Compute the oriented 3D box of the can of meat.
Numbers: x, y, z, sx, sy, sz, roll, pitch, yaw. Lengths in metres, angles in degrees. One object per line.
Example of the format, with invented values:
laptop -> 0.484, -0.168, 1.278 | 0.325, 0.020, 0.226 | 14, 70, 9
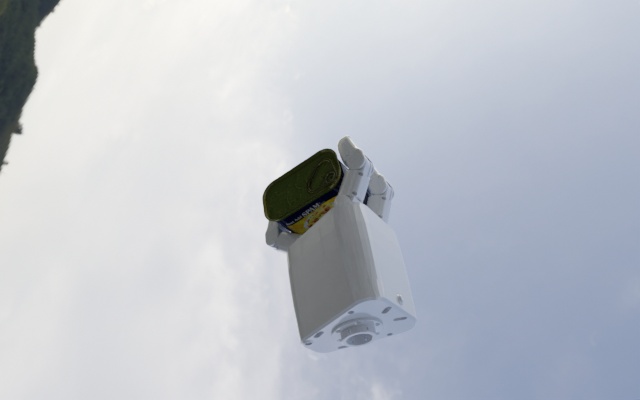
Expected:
can of meat -> 0.000, 0.002, 0.544 | 0.102, 0.057, 0.084 | -32, -44, 19
